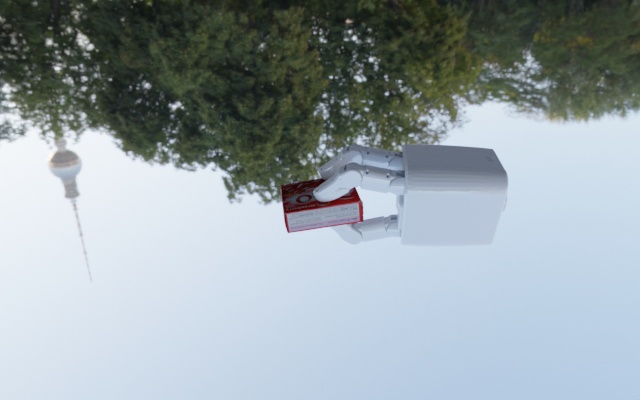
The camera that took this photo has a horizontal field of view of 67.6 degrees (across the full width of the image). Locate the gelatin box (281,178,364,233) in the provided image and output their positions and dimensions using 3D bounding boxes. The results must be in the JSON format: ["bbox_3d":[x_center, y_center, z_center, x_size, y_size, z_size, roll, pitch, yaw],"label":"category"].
[{"bbox_3d":[0.000,0.002,0.556,0.089,0.030,0.073,-9,28,-3],"label":"gelatin box"}]
